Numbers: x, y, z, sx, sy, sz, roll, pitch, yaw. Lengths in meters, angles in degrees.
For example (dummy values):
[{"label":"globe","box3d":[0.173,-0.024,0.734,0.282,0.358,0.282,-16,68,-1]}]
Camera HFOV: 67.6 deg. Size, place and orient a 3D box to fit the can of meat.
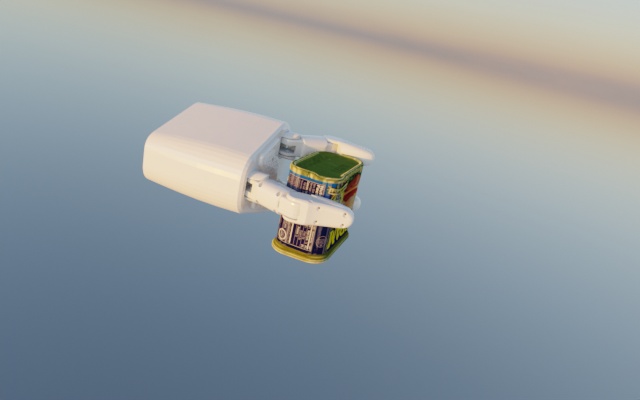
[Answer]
[{"label":"can of meat","box3d":[0.000,0.001,0.470,0.057,0.084,0.102,18,20,16]}]
